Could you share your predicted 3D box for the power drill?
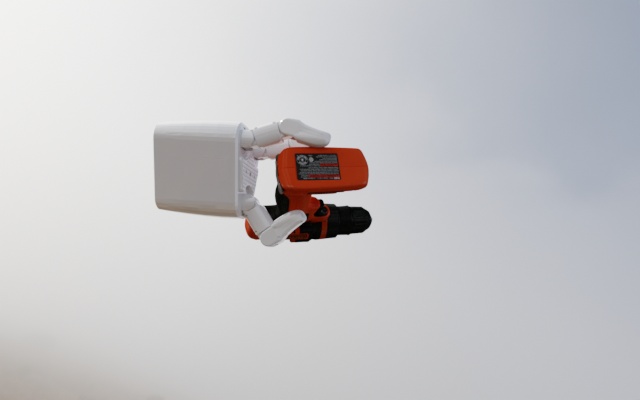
[{"bbox_3d":[0.000,0.002,0.620,0.184,0.057,0.188,-3,-26,-15],"label":"power drill"}]
